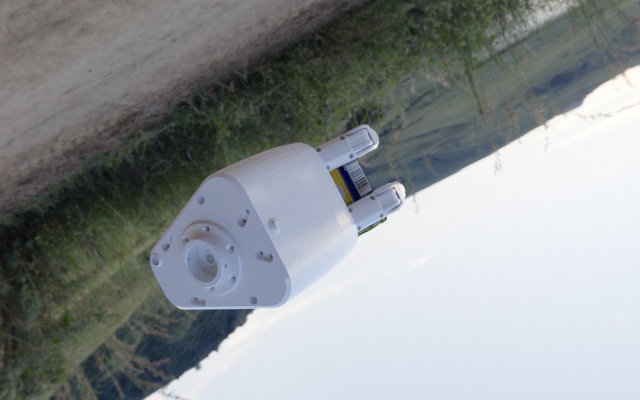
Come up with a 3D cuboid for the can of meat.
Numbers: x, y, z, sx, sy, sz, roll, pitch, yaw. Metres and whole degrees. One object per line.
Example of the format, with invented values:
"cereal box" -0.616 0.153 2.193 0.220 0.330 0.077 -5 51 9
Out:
"can of meat" 0.000 0.002 0.443 0.102 0.084 0.057 -27 2 26
